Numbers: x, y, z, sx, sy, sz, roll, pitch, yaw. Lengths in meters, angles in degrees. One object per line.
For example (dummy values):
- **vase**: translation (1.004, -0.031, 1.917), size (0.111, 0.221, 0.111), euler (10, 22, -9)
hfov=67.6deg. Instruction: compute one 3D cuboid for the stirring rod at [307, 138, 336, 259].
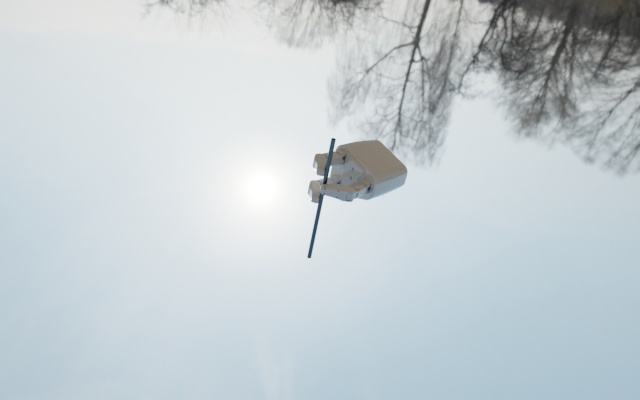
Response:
- **stirring rod**: translation (0.000, 0.003, 0.840), size (0.011, 0.240, 0.011), euler (9, 28, -5)
